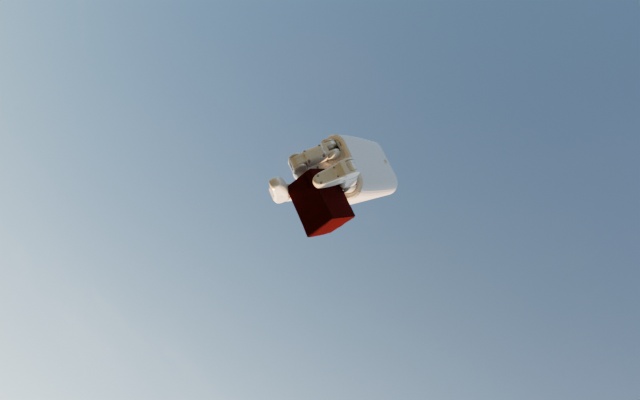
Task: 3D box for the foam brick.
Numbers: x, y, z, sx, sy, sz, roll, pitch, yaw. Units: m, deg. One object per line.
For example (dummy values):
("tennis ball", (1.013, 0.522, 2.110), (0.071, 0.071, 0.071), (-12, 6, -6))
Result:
("foam brick", (0.000, 0.002, 0.642), (0.053, 0.078, 0.051), (-36, -20, 34))
